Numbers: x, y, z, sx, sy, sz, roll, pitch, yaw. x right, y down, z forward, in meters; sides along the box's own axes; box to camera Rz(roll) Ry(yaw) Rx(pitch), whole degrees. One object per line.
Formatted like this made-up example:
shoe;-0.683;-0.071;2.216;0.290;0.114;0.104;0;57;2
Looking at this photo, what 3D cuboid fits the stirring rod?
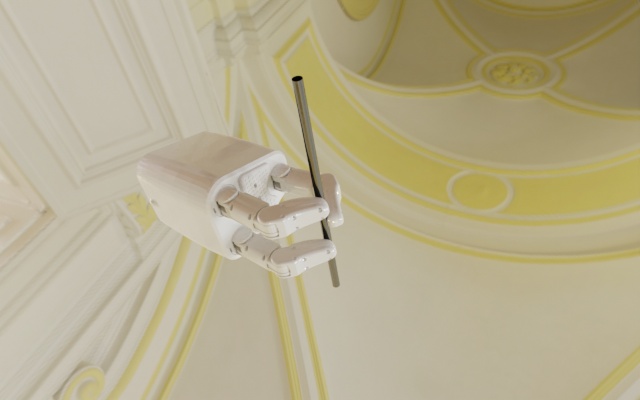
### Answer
stirring rod;0.000;0.001;0.414;0.011;0.240;0.011;-6;44;5
